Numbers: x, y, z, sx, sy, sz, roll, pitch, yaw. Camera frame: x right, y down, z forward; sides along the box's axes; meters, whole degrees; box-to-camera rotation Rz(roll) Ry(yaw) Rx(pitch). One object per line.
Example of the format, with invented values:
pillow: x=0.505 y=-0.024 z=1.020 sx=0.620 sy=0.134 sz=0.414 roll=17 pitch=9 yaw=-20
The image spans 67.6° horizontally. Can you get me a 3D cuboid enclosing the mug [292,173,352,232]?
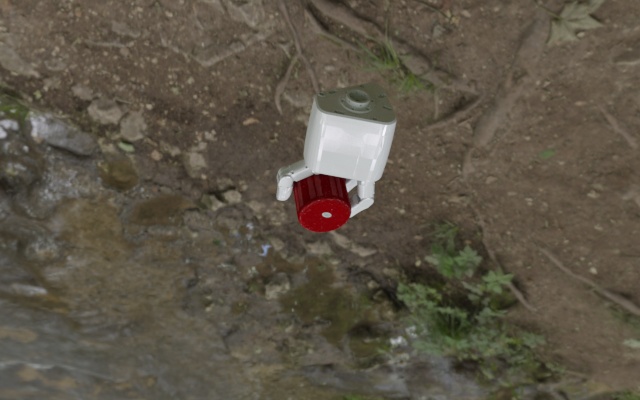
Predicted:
mug: x=0.000 y=0.004 z=0.741 sx=0.093 sy=0.081 sz=0.117 roll=-2 pitch=-42 yaw=-10
